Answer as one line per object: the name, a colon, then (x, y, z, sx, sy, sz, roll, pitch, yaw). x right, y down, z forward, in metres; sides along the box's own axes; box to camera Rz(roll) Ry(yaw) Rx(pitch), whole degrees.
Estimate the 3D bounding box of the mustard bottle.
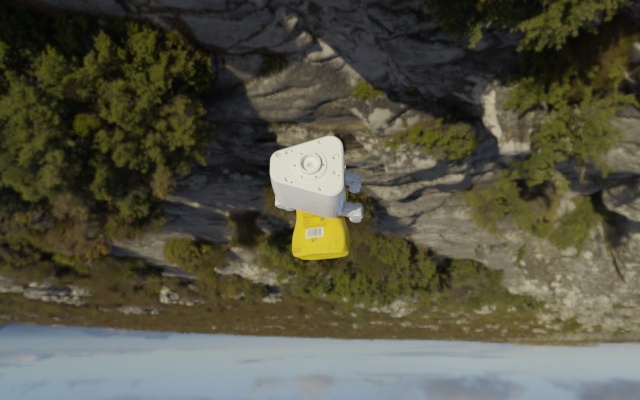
mustard bottle: (0.000, 0.003, 0.825, 0.096, 0.191, 0.058, -9, -19, 24)
